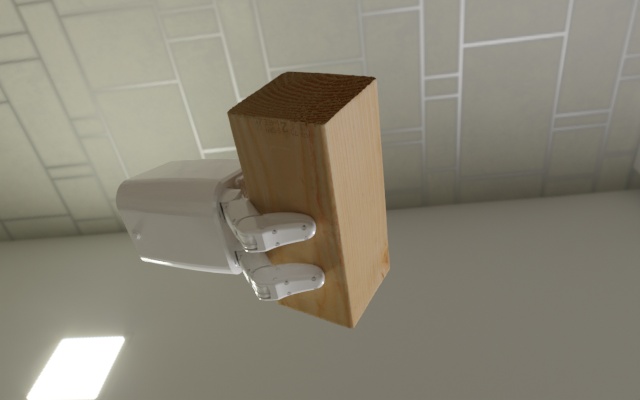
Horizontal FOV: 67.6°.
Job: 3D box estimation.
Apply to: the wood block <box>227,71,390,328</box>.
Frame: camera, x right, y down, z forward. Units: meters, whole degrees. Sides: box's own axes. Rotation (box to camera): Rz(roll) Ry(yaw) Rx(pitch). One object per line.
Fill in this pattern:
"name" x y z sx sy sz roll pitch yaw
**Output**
"wood block" 0.000 0.001 0.427 0.090 0.206 0.090 12 40 27
